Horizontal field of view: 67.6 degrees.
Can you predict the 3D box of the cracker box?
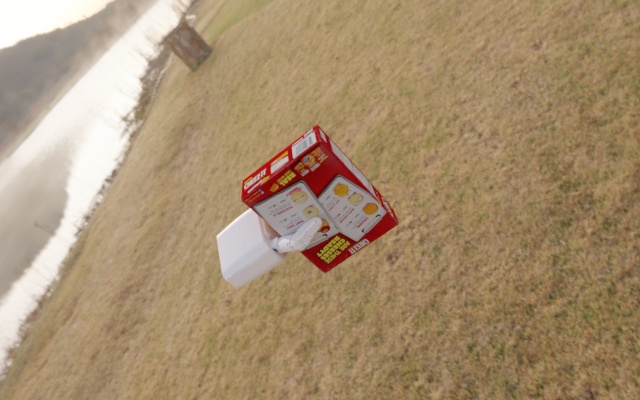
[{"bbox_3d":[0.000,0.003,0.797,0.164,0.214,0.072,-36,31,17],"label":"cracker box"}]
